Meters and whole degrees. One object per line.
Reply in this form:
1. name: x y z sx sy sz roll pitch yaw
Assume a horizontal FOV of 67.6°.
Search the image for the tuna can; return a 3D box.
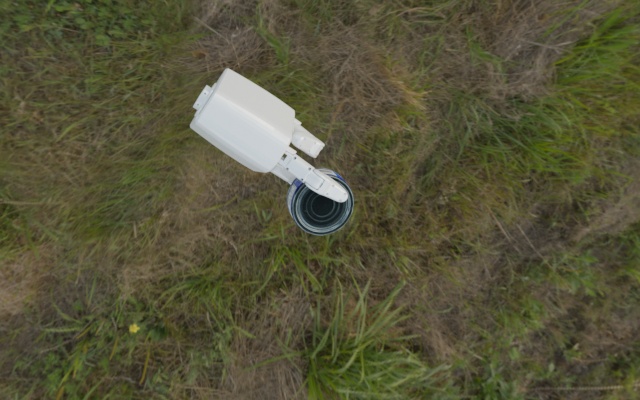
1. tuna can: 0.000 0.002 0.631 0.086 0.086 0.033 0 19 -15
